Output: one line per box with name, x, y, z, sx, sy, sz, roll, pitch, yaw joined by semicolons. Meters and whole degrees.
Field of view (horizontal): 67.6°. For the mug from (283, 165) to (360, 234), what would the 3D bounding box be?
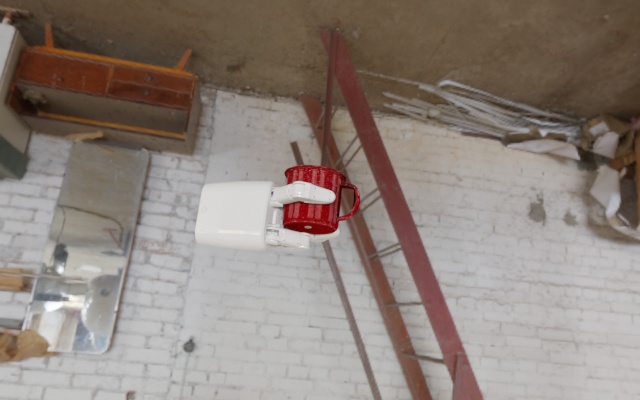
mug;0.002;0.003;0.695;0.117;0.081;0.093;1;-17;16
